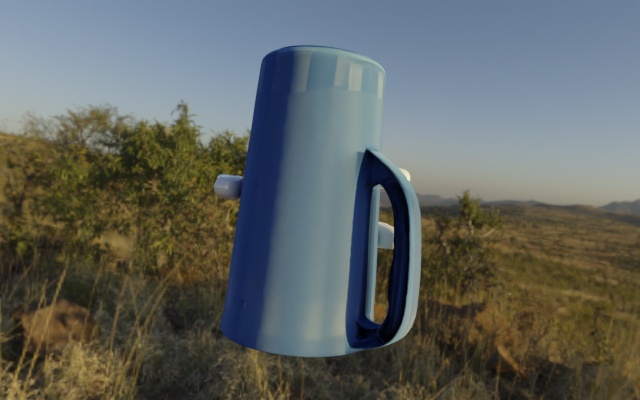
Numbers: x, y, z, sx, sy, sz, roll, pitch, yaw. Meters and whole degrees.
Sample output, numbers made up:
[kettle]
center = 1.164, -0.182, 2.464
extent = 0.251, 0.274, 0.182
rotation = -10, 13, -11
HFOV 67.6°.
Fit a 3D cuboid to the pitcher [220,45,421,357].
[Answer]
[pitcher]
center = 0.000, 0.001, 0.409
extent = 0.149, 0.243, 0.145
rotation = 6, 2, -7
